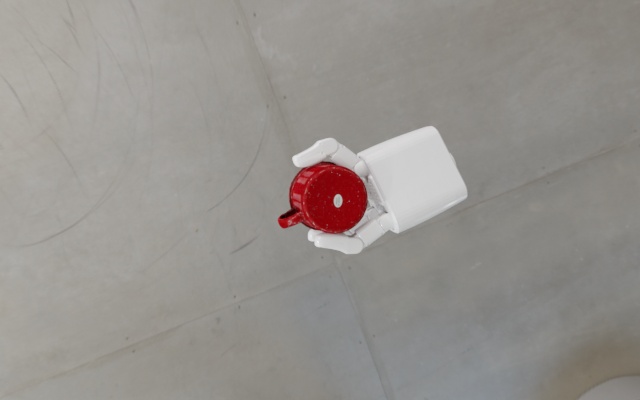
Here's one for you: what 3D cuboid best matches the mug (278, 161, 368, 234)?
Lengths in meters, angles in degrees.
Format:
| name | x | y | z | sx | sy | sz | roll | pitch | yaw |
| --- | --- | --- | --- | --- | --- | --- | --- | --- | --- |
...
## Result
| name | x | y | z | sx | sy | sz | roll | pitch | yaw |
| --- | --- | --- | --- | --- | --- | --- | --- | --- | --- |
| mug | -0.001 | 0.003 | 0.595 | 0.117 | 0.093 | 0.081 | -26 | 8 | -8 |
